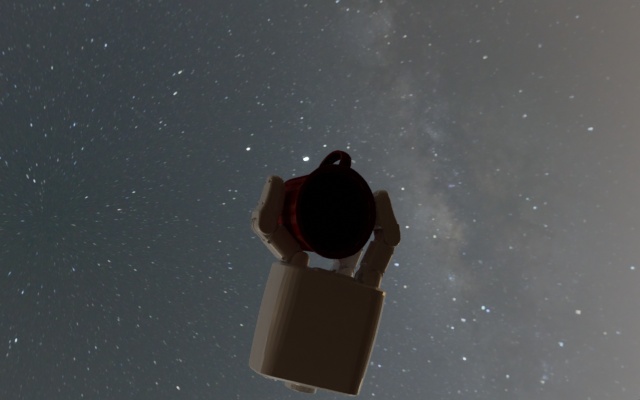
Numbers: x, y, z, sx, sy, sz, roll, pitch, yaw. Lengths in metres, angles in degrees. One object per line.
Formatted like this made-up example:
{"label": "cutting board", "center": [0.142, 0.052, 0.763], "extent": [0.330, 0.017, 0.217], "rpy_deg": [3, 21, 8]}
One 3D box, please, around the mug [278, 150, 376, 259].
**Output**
{"label": "mug", "center": [0.000, 0.000, 0.501], "extent": [0.093, 0.117, 0.081], "rpy_deg": [23, -14, -27]}
